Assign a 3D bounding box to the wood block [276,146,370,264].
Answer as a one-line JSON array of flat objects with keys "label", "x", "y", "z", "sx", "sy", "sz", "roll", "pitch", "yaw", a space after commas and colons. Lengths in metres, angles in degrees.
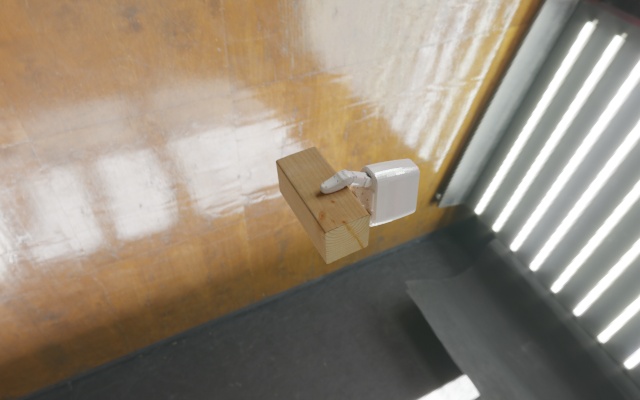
[{"label": "wood block", "x": 0.001, "y": 0.003, "z": 0.895, "sx": 0.090, "sy": 0.091, "sz": 0.206, "roll": -22, "pitch": 50, "yaw": -18}]
